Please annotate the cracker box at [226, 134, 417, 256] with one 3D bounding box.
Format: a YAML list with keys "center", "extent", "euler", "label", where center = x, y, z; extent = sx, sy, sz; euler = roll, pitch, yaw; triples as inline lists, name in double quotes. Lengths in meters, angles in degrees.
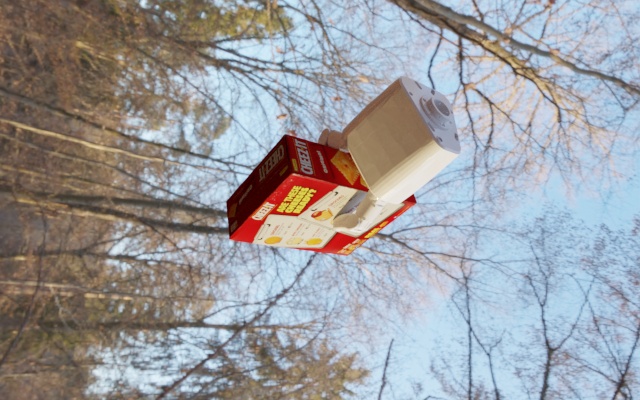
- center: [0.000, 0.002, 0.671]
  extent: [0.214, 0.072, 0.164]
  euler: [13, -40, -36]
  label: "cracker box"
